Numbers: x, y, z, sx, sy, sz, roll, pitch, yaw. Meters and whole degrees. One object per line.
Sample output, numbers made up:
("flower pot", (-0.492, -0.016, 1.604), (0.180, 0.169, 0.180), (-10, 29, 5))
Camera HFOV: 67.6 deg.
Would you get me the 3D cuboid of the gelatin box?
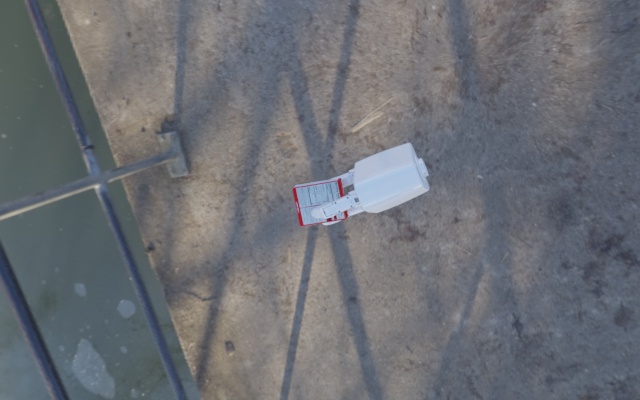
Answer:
("gelatin box", (0.000, 0.003, 0.855), (0.089, 0.073, 0.030), (-10, 11, 11))
